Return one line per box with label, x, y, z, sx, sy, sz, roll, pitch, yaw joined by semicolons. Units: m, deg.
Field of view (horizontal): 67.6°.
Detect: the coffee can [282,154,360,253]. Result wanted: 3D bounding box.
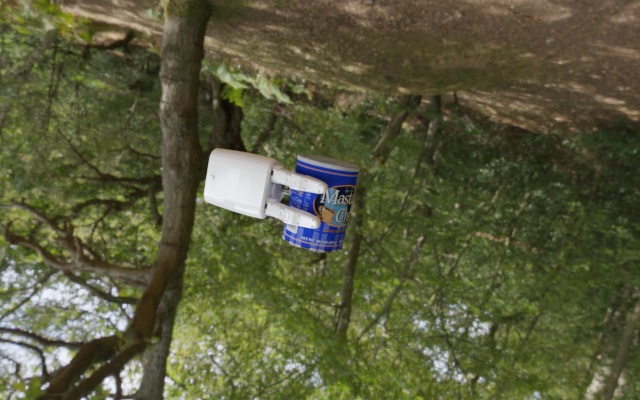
coffee can;0.000;0.002;0.781;0.103;0.140;0.103;11;10;-2
